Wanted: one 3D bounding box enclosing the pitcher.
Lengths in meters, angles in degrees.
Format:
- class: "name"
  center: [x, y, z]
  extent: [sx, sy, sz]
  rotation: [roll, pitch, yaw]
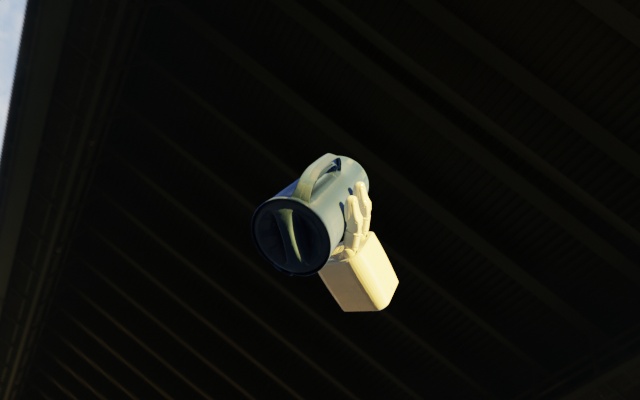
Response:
- class: "pitcher"
  center: [0.000, 0.003, 0.806]
  extent: [0.149, 0.145, 0.242]
  rotation: [-24, 13, 32]
